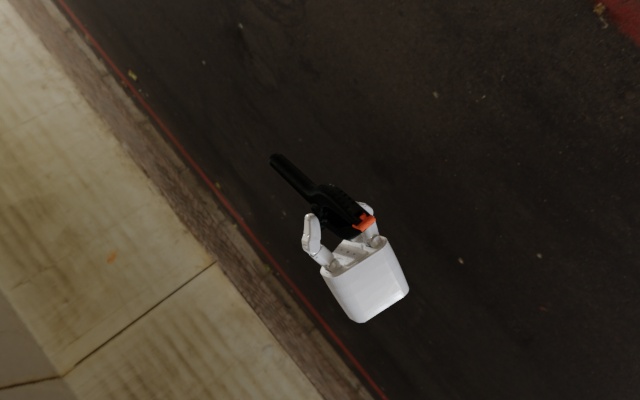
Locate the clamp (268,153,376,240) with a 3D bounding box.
[{"bbox_3d":[0.000,0.003,0.720,0.036,0.165,0.210,-39,24,-21],"label":"clamp"}]
